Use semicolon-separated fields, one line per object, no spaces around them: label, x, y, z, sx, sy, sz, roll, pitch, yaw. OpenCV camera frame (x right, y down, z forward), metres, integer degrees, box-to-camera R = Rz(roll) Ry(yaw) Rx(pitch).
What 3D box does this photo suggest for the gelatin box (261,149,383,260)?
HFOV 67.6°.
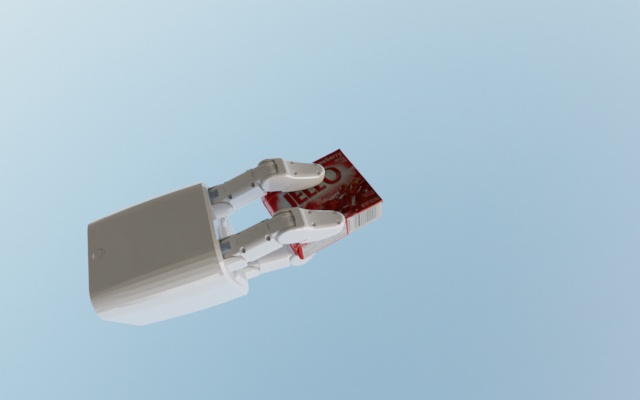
gelatin box;0.000;0.002;0.433;0.089;0.073;0.030;-27;-33;-15
